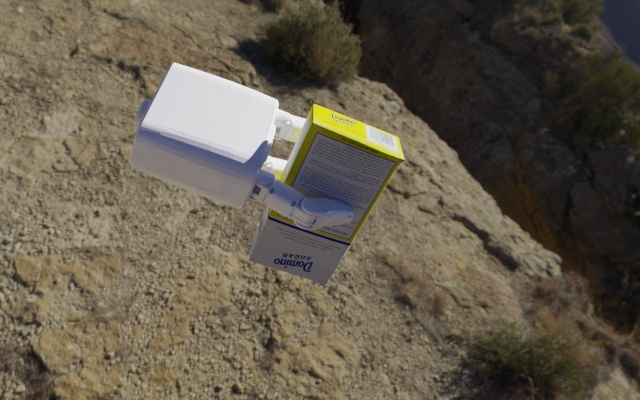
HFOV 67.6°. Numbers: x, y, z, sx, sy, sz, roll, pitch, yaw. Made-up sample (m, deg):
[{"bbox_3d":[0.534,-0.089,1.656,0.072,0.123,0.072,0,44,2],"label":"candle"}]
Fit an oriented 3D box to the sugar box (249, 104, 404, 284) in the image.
[{"bbox_3d":[0.000,0.001,0.479,0.093,0.176,0.048,20,36,-14],"label":"sugar box"}]
